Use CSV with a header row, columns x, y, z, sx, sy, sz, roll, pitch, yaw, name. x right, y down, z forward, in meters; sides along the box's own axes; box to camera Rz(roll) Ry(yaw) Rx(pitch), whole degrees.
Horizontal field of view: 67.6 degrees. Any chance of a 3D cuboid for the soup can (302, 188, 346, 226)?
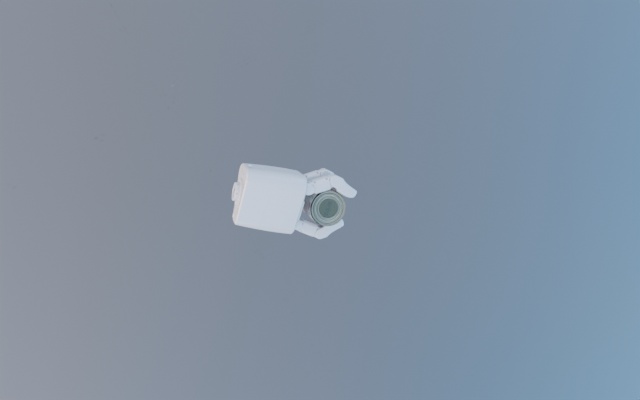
x,y,z,sx,sy,sz,roll,pitch,yaw,name
0.001,0.003,0.889,0.068,0.068,0.102,0,13,-17,soup can
